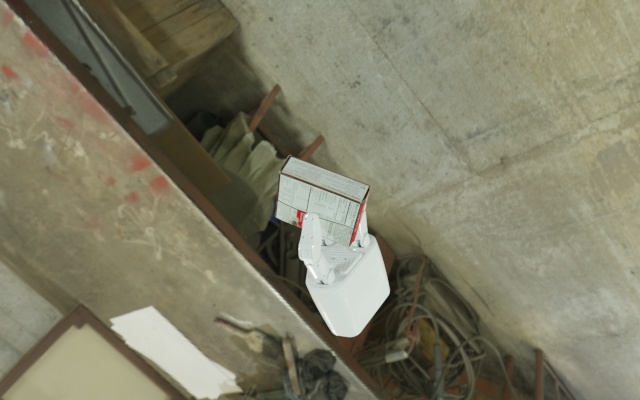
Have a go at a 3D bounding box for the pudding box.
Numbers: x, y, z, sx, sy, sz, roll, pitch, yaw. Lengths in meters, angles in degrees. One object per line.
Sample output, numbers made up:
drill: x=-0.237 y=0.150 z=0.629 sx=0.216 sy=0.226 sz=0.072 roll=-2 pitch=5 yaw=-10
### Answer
pudding box: x=0.000 y=0.002 z=0.610 sx=0.113 sy=0.090 sz=0.039 roll=20 pitch=47 yaw=8
